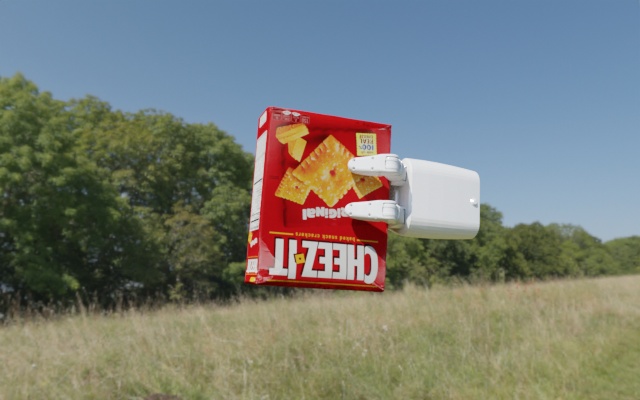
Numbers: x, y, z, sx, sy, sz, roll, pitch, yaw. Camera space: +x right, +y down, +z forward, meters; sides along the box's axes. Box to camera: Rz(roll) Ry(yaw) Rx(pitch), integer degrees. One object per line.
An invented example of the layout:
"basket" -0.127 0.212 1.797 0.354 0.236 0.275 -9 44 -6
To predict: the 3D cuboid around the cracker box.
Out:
"cracker box" 0.000 0.002 0.595 0.164 0.213 0.072 7 -10 -18
